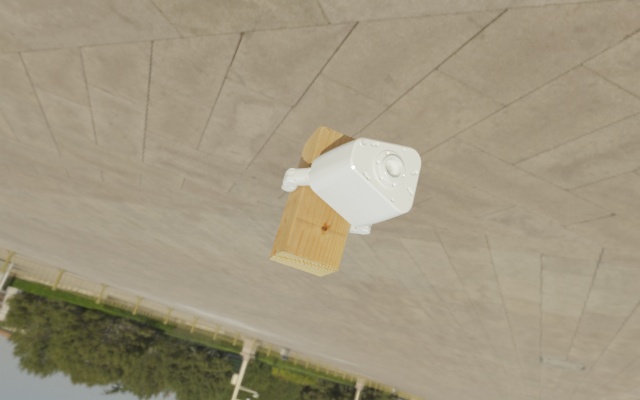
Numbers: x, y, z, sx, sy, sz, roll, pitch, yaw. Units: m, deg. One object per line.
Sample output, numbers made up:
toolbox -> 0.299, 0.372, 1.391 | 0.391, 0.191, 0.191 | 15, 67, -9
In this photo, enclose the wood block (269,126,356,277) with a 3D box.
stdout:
wood block -> 0.000, 0.002, 0.746 | 0.091, 0.206, 0.090 | 21, -20, -13
